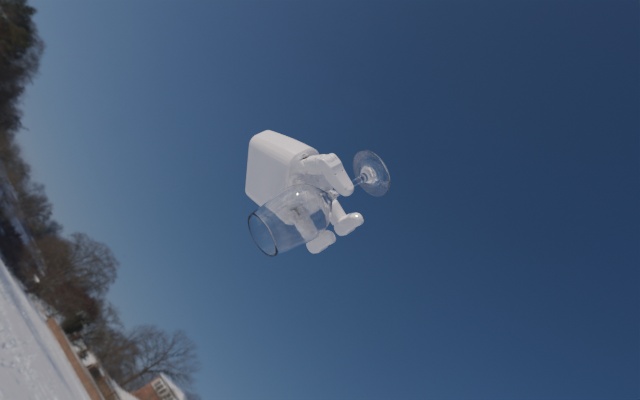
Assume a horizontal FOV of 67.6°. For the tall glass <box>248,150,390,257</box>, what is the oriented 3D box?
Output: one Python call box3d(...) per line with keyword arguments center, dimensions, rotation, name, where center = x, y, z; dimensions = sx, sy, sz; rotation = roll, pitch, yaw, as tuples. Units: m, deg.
box3d(center=(0.001, 0.002, 0.652), dimensions=(0.201, 0.079, 0.079), rotation=(-30, 16, -31), name="tall glass")
